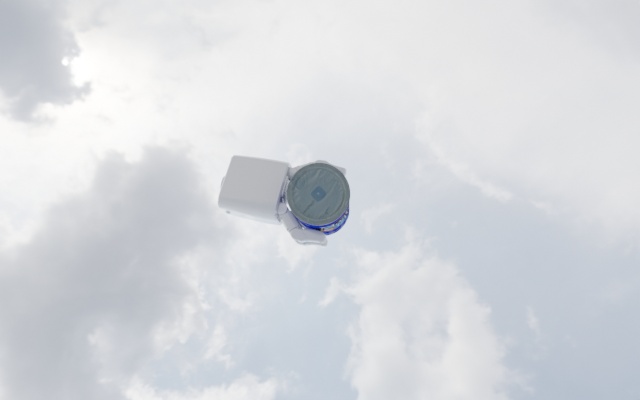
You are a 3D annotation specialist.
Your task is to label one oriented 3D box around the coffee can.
[{"bbox_3d":[0.000,0.003,0.832,0.103,0.102,0.140,0,-12,3],"label":"coffee can"}]
